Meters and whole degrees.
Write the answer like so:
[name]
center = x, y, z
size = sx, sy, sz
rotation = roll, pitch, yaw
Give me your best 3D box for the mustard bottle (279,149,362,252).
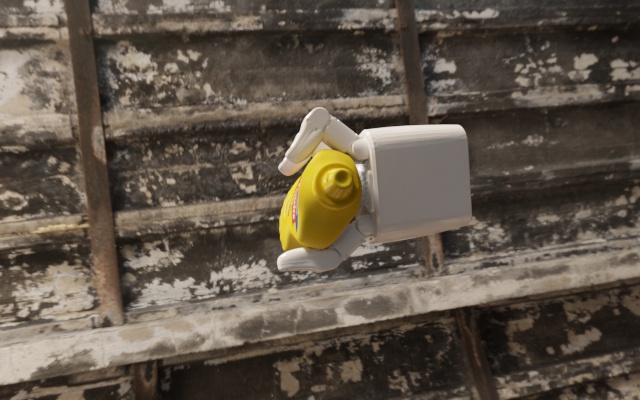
[mustard bottle]
center = 0.000, 0.002, 0.477
size = 0.058, 0.096, 0.192
rotation = 17, -14, -8
